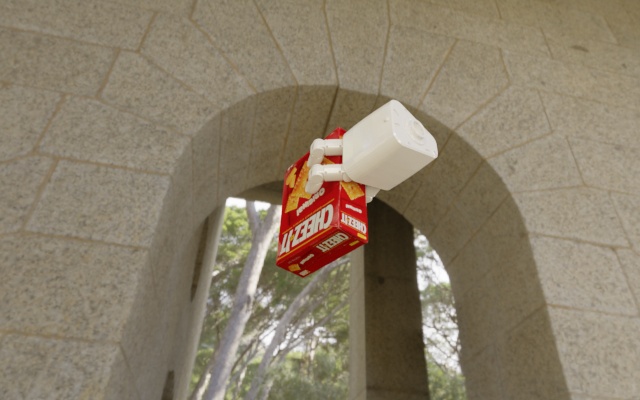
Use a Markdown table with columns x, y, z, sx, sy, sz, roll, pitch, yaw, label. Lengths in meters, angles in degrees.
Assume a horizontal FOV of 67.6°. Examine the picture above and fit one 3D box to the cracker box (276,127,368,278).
| x | y | z | sx | sy | sz | roll | pitch | yaw | label |
| --- | --- | --- | --- | --- | --- | --- | --- | --- | --- |
| 0.000 | 0.003 | 0.830 | 0.072 | 0.213 | 0.164 | 28 | -44 | -29 | cracker box |
